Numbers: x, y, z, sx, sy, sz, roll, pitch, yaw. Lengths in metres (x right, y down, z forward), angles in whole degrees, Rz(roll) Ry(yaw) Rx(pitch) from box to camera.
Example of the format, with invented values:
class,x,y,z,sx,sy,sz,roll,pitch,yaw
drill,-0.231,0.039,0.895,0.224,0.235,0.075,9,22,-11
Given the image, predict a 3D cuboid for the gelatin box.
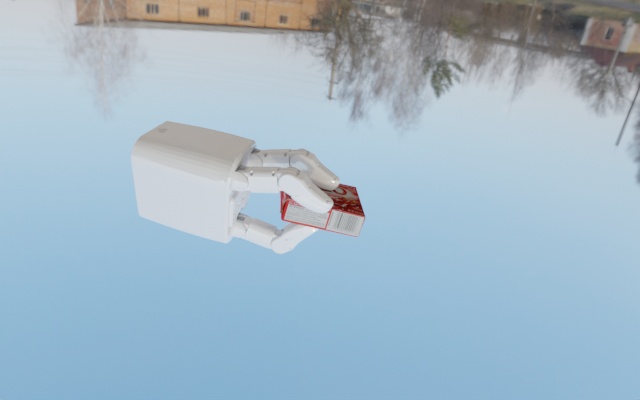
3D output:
class,x,y,z,sx,sy,sz,roll,pitch,yaw
gelatin box,0.000,0.002,0.528,0.089,0.030,0.073,13,25,-11
